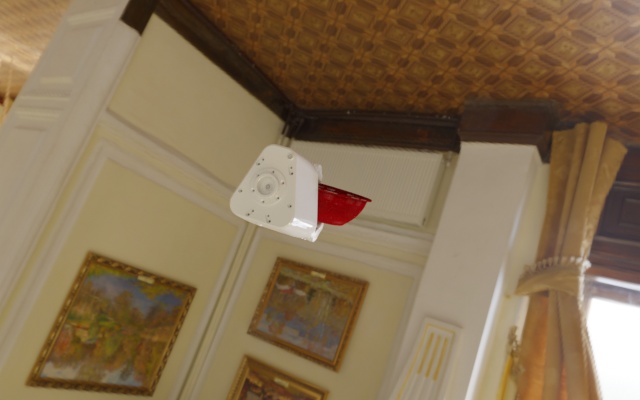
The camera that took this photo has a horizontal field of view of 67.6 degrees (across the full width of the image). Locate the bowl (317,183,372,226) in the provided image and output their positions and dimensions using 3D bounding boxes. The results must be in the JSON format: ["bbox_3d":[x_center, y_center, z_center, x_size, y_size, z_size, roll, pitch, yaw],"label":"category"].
[{"bbox_3d":[0.001,0.003,0.788,0.162,0.055,0.162,15,5,-1],"label":"bowl"}]
